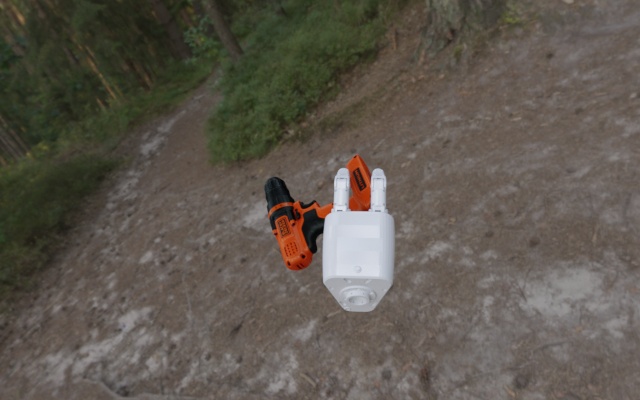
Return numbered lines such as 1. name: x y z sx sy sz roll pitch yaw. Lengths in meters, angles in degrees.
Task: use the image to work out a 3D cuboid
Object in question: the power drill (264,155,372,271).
1. power drill: 0.001 0.003 0.791 0.187 0.184 0.057 -29 -33 12
